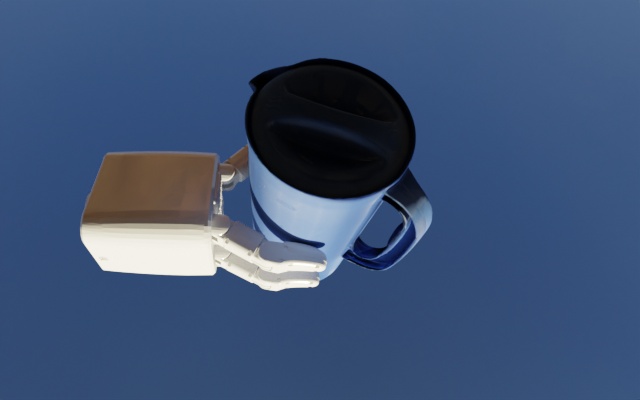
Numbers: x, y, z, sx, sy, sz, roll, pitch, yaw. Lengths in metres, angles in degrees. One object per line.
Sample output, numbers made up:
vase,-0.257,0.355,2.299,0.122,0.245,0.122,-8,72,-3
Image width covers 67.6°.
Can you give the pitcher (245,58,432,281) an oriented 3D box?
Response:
pitcher,0.000,0.001,0.461,0.145,0.149,0.243,0,-28,-9
